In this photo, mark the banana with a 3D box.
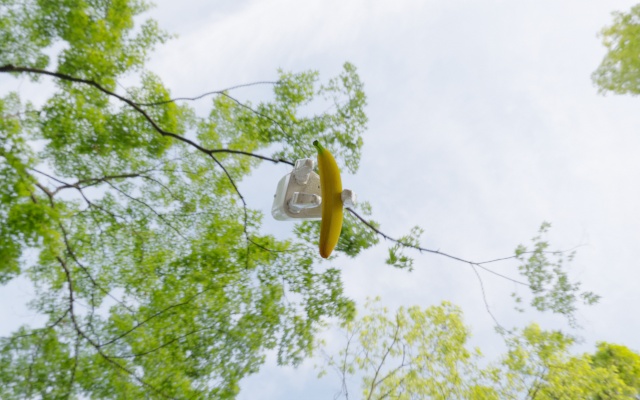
[{"bbox_3d":[0.012,-0.002,0.819,0.037,0.198,0.069,-7,-2,40],"label":"banana"}]
